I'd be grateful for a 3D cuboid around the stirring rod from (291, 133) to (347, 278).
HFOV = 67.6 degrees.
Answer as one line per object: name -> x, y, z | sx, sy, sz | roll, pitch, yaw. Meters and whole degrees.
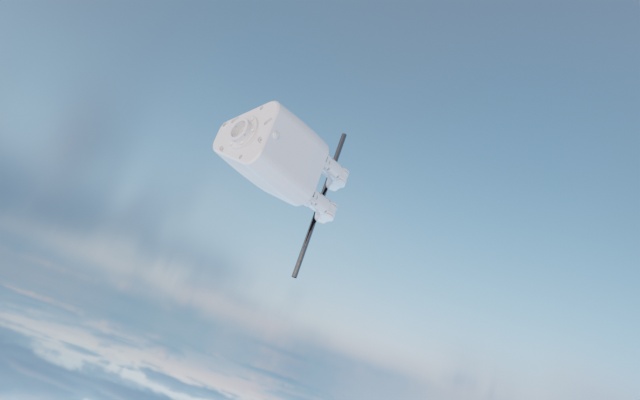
stirring rod -> 0.000, 0.002, 0.719 | 0.011, 0.239, 0.011 | 17, -19, 6
